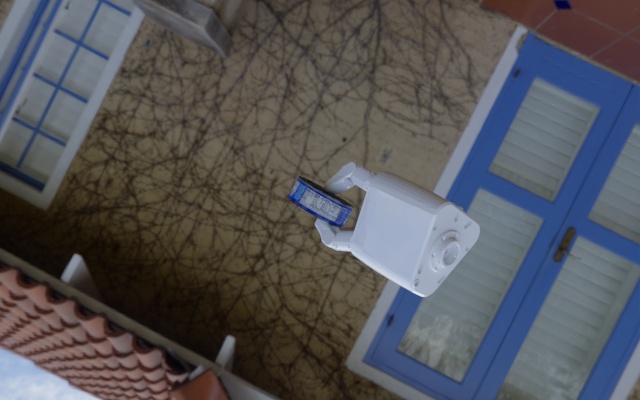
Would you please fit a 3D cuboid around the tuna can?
[{"bbox_3d":[0.000,0.003,0.643,0.086,0.034,0.086,29,5,-3],"label":"tuna can"}]
